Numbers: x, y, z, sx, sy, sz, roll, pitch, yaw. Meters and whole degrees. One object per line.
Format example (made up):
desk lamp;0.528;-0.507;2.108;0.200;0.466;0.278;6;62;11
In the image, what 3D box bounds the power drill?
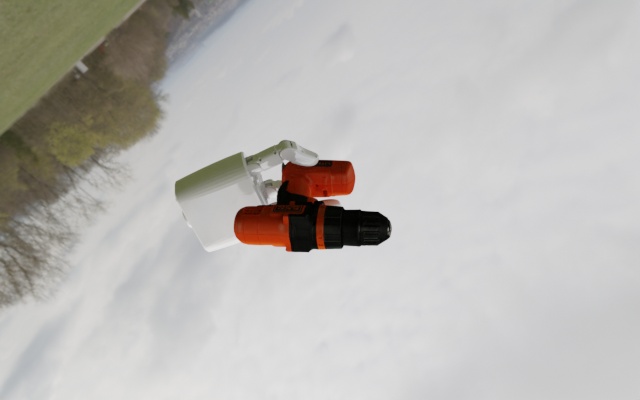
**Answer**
power drill;0.000;0.002;0.616;0.184;0.057;0.187;2;23;9
